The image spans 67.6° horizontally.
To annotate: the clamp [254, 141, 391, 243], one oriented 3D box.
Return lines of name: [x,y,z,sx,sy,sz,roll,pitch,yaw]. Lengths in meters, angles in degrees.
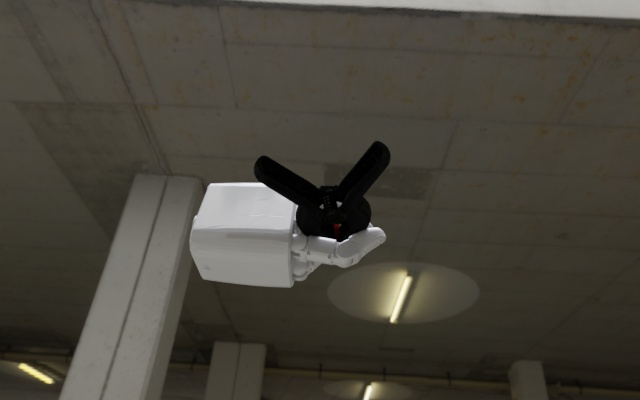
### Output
clamp: [0.000,0.001,0.478,0.120,0.039,0.172,3,-34,1]
